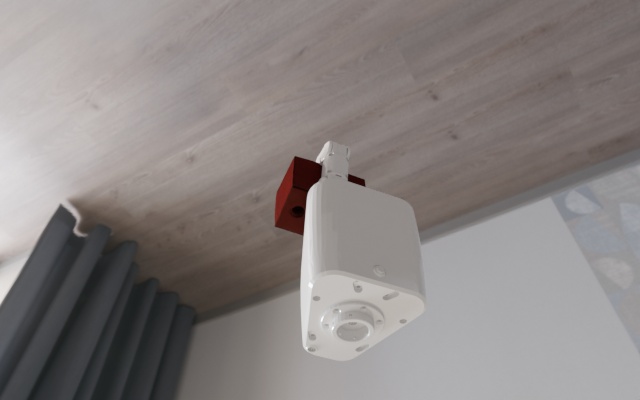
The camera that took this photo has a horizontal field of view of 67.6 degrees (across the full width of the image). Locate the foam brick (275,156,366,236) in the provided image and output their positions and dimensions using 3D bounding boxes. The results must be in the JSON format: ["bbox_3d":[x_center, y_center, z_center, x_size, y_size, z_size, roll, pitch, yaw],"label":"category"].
[{"bbox_3d":[0.000,0.001,0.461,0.078,0.053,0.051,17,38,-13],"label":"foam brick"}]
